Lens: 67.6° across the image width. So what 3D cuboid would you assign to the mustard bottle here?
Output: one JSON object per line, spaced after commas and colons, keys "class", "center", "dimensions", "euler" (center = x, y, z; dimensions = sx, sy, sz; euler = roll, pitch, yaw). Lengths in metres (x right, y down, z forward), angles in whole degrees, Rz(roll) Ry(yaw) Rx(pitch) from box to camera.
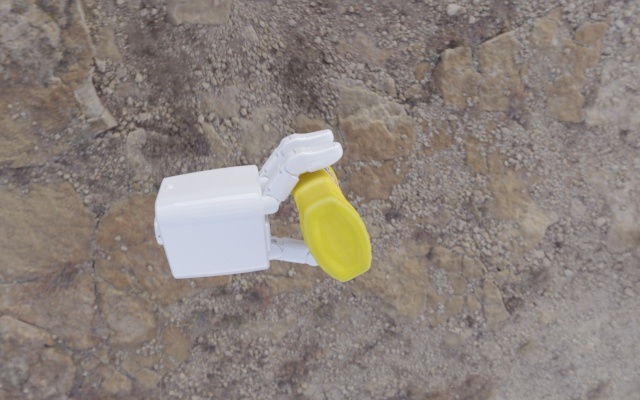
{"class": "mustard bottle", "center": [0.000, 0.002, 0.529], "dimensions": [0.058, 0.096, 0.191], "euler": [-29, 26, 2]}
